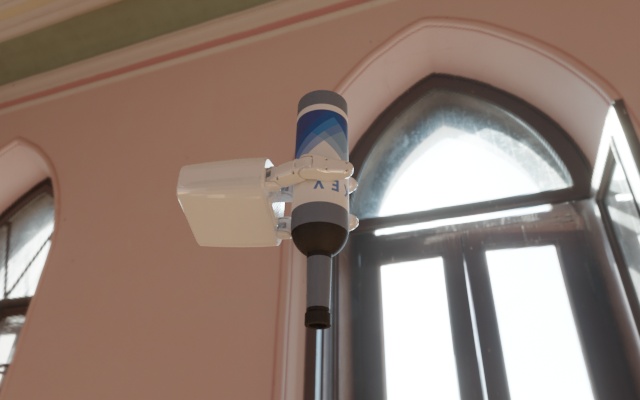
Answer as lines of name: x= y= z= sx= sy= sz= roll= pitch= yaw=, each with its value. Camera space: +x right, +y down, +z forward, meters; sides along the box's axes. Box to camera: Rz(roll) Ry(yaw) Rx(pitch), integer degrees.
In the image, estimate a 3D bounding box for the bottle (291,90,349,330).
bottle: x=0.000 y=0.002 z=0.561 sx=0.069 sy=0.295 sz=0.069 roll=1 pitch=-31 yaw=1
